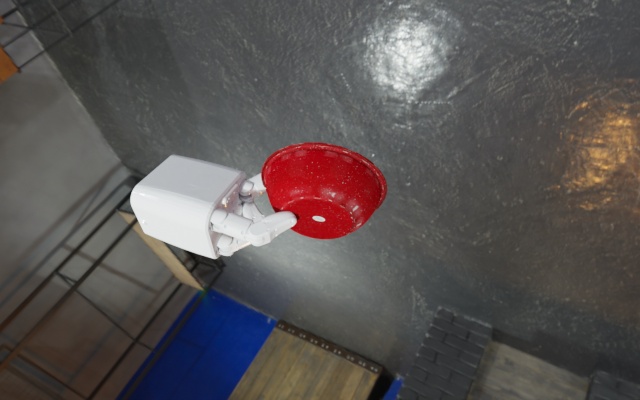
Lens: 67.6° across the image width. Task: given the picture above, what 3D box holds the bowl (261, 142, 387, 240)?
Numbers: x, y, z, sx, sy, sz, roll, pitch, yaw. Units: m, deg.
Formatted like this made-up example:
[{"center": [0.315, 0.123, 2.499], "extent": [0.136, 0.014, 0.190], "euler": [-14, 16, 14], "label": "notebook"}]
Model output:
[{"center": [0.001, 0.002, 0.592], "extent": [0.162, 0.055, 0.162], "euler": [6, -35, 5], "label": "bowl"}]
